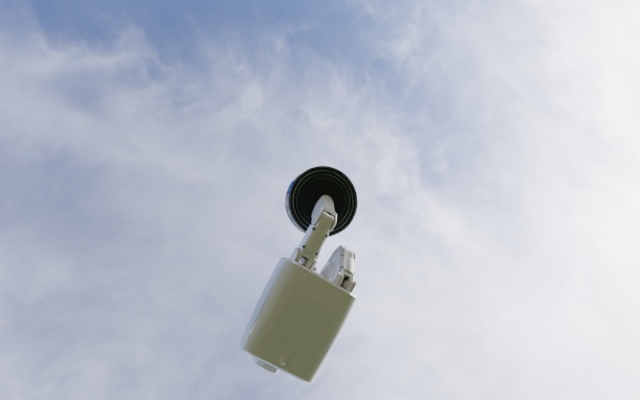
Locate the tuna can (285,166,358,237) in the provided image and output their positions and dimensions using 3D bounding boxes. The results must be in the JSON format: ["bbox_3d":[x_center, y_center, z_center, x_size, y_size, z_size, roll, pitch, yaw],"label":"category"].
[{"bbox_3d":[0.000,0.002,0.590,0.086,0.086,0.034,0,-4,-15],"label":"tuna can"}]
